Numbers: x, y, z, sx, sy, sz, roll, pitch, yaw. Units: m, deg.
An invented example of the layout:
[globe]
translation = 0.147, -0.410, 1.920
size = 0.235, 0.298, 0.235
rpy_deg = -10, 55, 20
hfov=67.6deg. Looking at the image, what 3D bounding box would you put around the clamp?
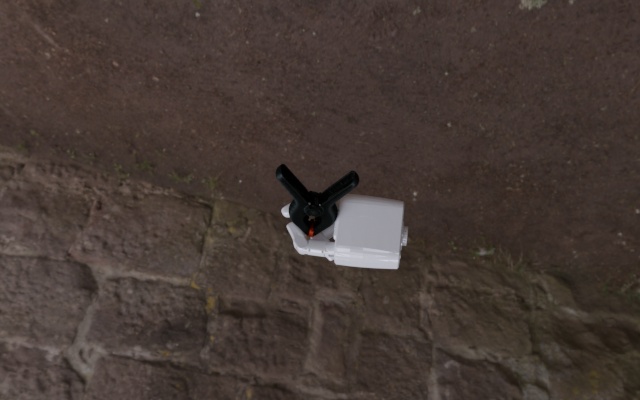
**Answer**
[clamp]
translation = 0.000, 0.003, 0.745
size = 0.120, 0.039, 0.172
rpy_deg = 5, -32, 8
